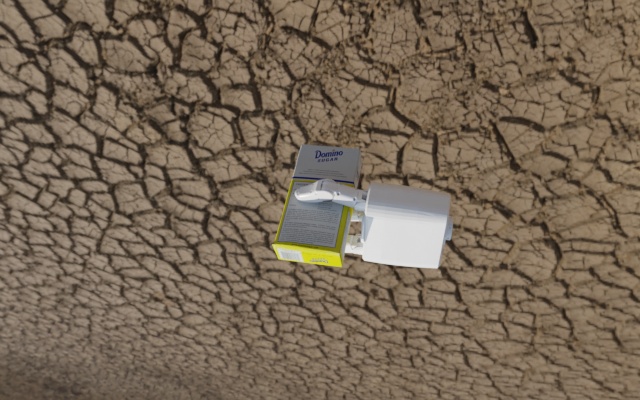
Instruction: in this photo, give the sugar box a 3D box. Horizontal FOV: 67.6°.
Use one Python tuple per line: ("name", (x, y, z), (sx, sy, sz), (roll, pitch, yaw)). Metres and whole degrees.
("sugar box", (0.000, 0.003, 0.676), (0.093, 0.176, 0.048), (6, -35, 12))
